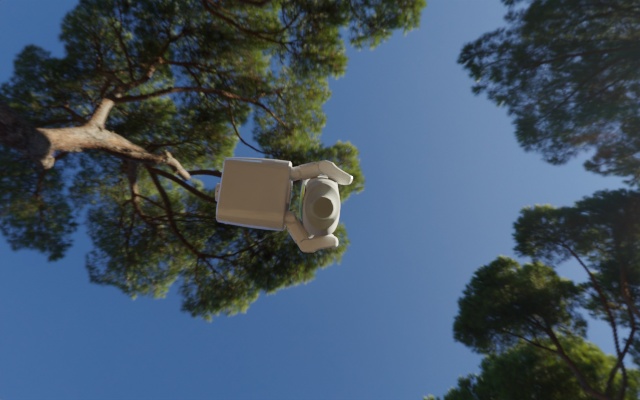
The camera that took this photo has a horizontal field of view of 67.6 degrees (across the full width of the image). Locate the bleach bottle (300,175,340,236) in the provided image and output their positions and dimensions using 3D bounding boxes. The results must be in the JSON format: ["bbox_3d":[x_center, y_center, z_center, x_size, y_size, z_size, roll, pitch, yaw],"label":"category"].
[{"bbox_3d":[0.000,0.003,0.760,0.068,0.102,0.251,5,-1,-2],"label":"bleach bottle"}]
